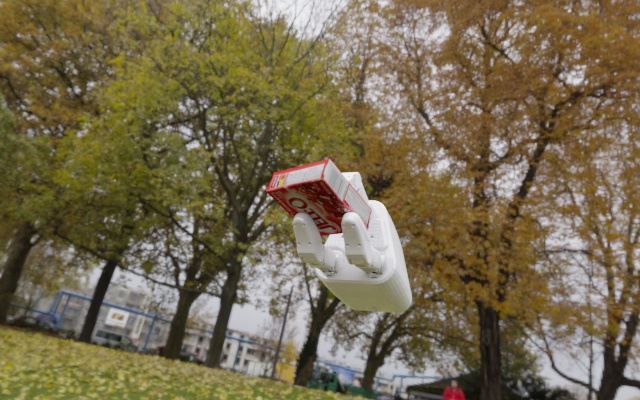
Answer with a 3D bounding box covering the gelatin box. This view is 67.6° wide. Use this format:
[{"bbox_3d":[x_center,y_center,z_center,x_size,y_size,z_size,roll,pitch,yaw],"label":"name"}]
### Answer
[{"bbox_3d":[0.000,0.001,0.495,0.073,0.030,0.089,-10,-43,36],"label":"gelatin box"}]
